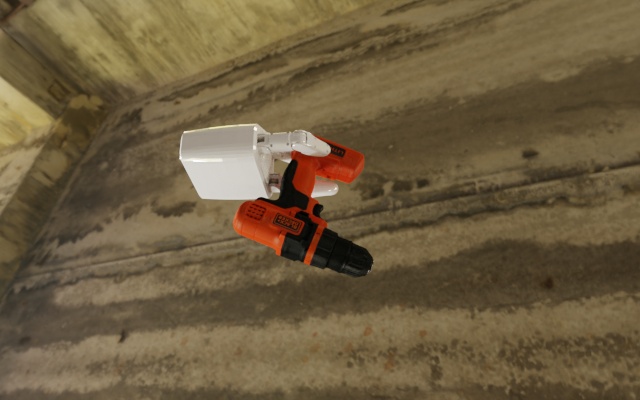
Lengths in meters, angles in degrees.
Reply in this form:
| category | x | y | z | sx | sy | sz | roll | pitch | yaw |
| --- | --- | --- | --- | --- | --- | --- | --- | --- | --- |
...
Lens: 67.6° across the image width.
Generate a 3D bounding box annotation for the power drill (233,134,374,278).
| category | x | y | z | sx | sy | sz | roll | pitch | yaw |
| --- | --- | --- | --- | --- | --- | --- | --- | --- | --- |
| power drill | 0.000 | 0.002 | 0.643 | 0.184 | 0.187 | 0.057 | 22 | -40 | 1 |
